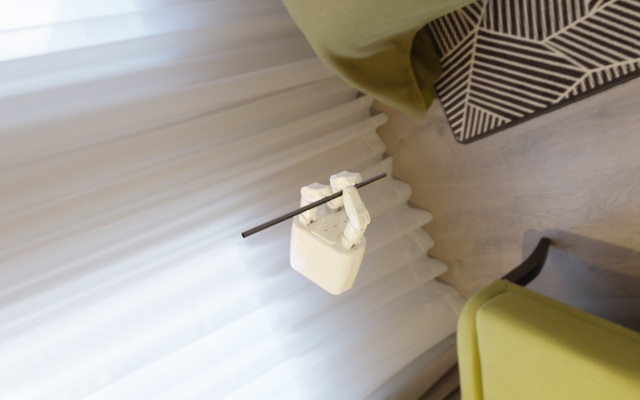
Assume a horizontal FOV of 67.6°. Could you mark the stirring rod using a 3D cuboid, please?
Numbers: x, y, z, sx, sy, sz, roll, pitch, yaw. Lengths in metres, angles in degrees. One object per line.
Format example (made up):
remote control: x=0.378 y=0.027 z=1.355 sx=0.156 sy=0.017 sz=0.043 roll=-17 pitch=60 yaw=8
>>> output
stirring rod: x=0.000 y=0.002 z=0.646 sx=0.239 sy=0.011 sz=0.011 roll=-23 pitch=12 yaw=-31
